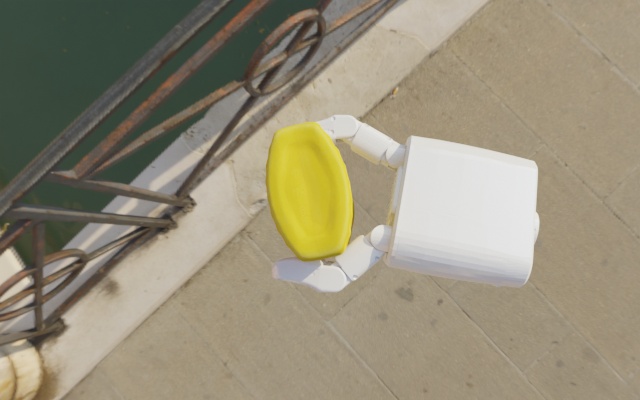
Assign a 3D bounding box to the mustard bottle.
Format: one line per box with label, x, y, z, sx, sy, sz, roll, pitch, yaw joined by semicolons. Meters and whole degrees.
mustard bottle;0.000;0.001;0.414;0.058;0.096;0.191;-13;-6;4
